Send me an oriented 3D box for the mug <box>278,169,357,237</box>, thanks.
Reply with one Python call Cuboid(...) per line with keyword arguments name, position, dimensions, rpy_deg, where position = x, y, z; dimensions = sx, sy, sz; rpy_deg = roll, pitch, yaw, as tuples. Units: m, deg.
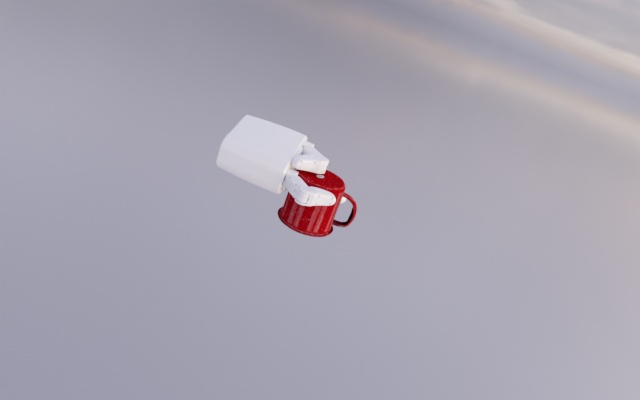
Cuboid(name="mug", position=(0.002, 0.003, 0.742), dimensions=(0.117, 0.081, 0.093), rpy_deg=(21, 24, 2))
